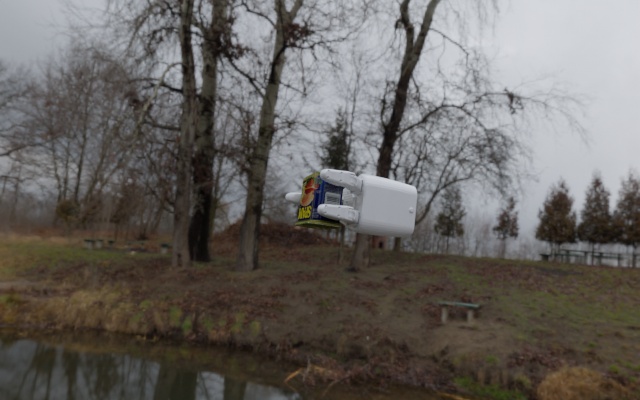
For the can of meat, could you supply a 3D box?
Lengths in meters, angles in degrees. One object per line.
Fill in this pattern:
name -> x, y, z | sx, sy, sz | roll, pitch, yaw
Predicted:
can of meat -> 0.000, 0.002, 0.794 | 0.057, 0.084, 0.102 | 10, -8, -17
